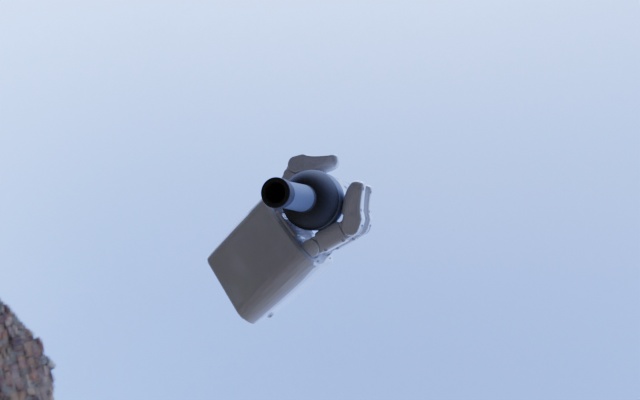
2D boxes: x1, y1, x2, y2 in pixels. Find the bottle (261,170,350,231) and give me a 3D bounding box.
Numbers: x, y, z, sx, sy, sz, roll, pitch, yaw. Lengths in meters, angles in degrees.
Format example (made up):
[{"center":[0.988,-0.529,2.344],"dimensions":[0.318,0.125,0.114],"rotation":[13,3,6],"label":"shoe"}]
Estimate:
[{"center":[0.000,0.002,0.555],"dimensions":[0.069,0.069,0.296],"rotation":[0,-3,16],"label":"bottle"}]
